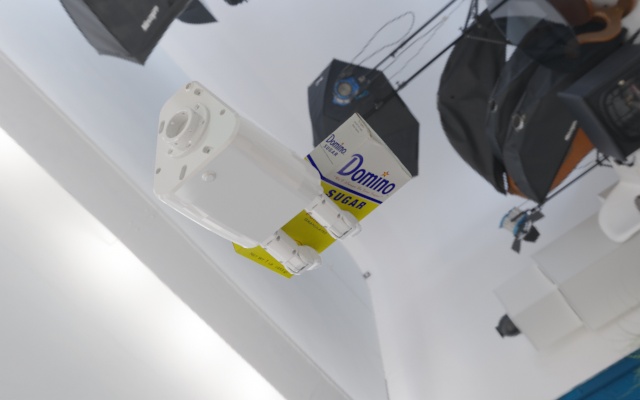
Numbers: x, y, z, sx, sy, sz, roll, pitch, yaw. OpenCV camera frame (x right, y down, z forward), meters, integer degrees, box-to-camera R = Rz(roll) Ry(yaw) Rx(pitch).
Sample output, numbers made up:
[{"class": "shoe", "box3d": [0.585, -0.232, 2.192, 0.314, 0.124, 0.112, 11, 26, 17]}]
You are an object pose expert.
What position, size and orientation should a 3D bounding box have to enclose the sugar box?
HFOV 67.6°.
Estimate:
[{"class": "sugar box", "box3d": [0.000, 0.002, 0.490, 0.176, 0.048, 0.093, -39, -41, 13]}]
